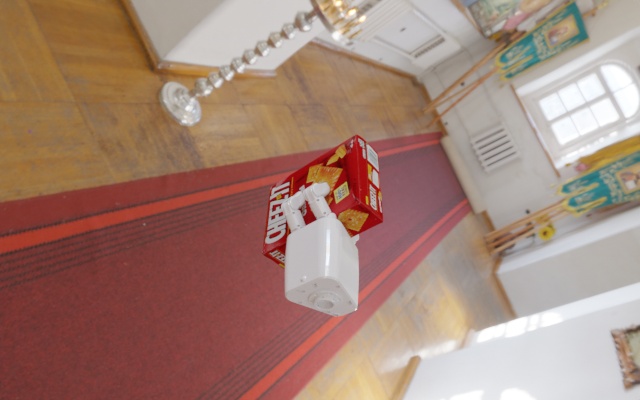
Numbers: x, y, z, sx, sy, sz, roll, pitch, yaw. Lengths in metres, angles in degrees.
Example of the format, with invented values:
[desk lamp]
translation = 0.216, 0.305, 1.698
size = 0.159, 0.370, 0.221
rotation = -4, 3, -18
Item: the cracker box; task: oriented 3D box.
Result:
[cracker box]
translation = 0.000, 0.003, 0.826
size = 0.214, 0.164, 0.072
rotation = -29, -50, 29
